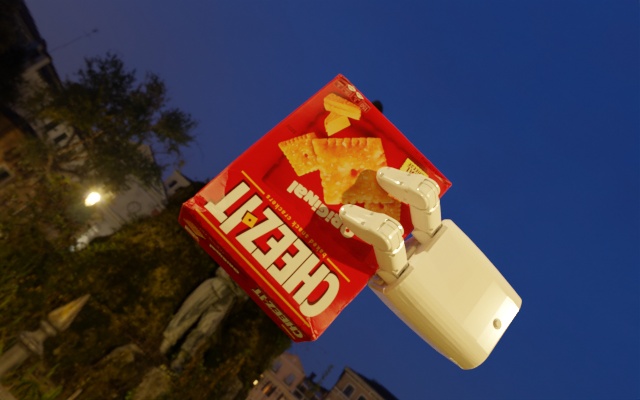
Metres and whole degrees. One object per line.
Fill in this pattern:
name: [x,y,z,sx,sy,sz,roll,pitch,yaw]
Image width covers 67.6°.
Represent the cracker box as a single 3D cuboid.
cracker box: [0.000,0.001,0.465,0.213,0.164,0.072,-44,0,-24]
